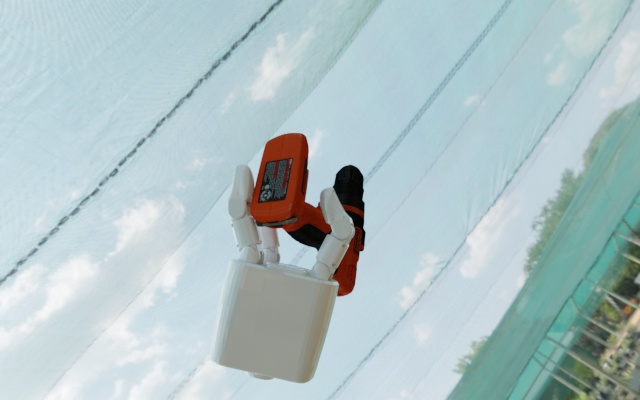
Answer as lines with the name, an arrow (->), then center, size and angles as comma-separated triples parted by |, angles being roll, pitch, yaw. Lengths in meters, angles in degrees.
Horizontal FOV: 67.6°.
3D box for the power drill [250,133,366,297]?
power drill -> 0.000, 0.002, 0.571 | 0.057, 0.184, 0.188 | -10, -33, 28
